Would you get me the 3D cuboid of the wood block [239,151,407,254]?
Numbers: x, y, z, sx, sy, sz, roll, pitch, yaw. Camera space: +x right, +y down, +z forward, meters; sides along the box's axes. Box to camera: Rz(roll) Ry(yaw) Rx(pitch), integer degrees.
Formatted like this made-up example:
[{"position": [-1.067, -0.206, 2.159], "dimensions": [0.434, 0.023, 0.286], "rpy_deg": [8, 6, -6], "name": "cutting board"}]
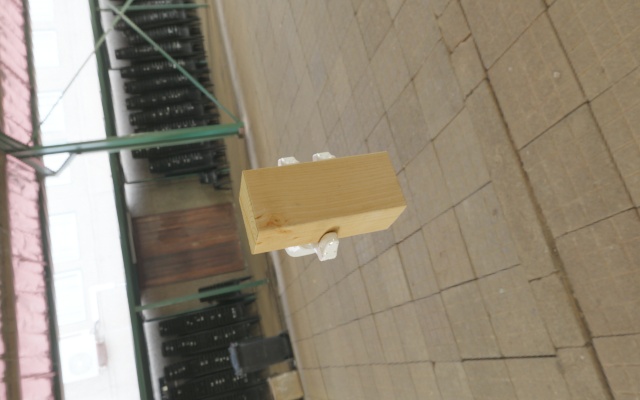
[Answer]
[{"position": [0.000, 0.003, 0.664], "dimensions": [0.206, 0.090, 0.090], "rpy_deg": [-10, -22, -17], "name": "wood block"}]
